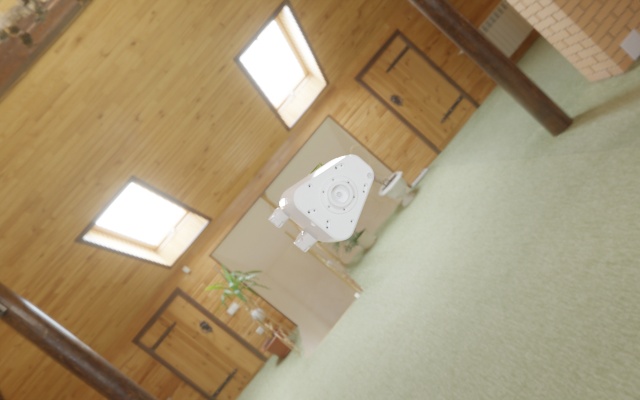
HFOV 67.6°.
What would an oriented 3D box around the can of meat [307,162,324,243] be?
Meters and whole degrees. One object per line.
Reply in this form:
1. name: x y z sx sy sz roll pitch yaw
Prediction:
1. can of meat: 0.000 0.002 0.761 0.084 0.102 0.057 40 -7 -8
